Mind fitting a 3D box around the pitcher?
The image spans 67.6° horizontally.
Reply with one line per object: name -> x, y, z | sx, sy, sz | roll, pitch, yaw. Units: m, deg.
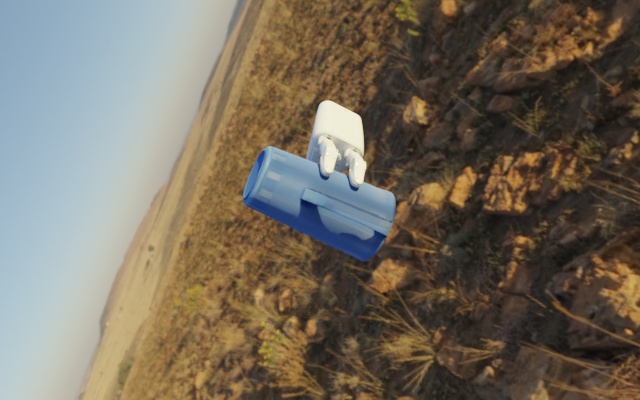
pitcher -> 0.000, 0.003, 0.810 | 0.243, 0.145, 0.149 | 23, -46, -17
